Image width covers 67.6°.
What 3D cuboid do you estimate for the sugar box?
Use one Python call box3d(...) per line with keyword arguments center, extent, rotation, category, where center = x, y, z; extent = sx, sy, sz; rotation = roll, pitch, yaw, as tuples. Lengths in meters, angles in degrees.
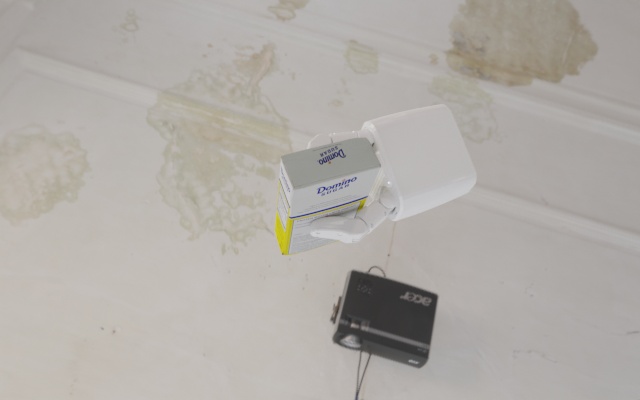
box3d(center=(0.000, 0.001, 0.530), extent=(0.093, 0.048, 0.176), rotation=(-15, -26, -16), category="sugar box")
